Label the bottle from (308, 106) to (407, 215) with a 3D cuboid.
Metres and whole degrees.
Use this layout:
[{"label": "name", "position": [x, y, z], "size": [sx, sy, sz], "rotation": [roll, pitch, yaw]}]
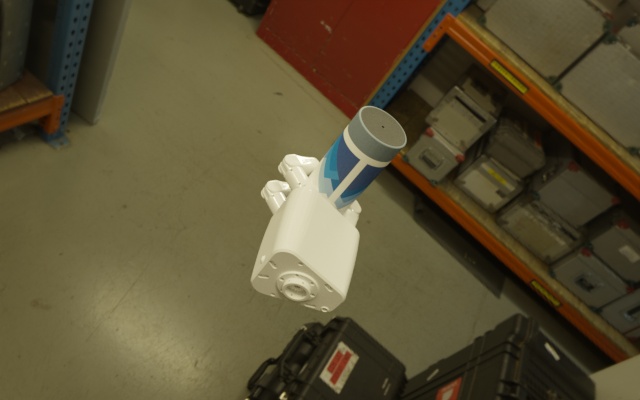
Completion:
[{"label": "bottle", "position": [0.000, 0.002, 0.642], "size": [0.069, 0.069, 0.296], "rotation": [0, -36, -37]}]
